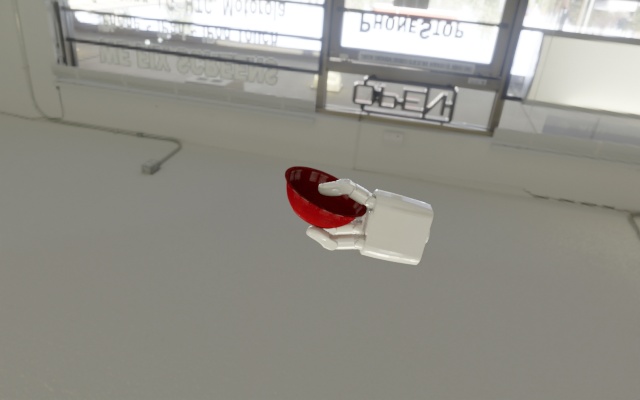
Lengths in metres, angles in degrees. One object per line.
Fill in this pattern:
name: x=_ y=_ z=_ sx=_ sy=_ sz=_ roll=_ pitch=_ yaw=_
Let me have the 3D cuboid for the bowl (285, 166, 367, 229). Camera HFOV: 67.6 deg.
bowl: x=-0.001 y=0.003 z=0.864 sx=0.162 sy=0.055 sz=0.162 roll=23 pitch=24 yaw=-11
